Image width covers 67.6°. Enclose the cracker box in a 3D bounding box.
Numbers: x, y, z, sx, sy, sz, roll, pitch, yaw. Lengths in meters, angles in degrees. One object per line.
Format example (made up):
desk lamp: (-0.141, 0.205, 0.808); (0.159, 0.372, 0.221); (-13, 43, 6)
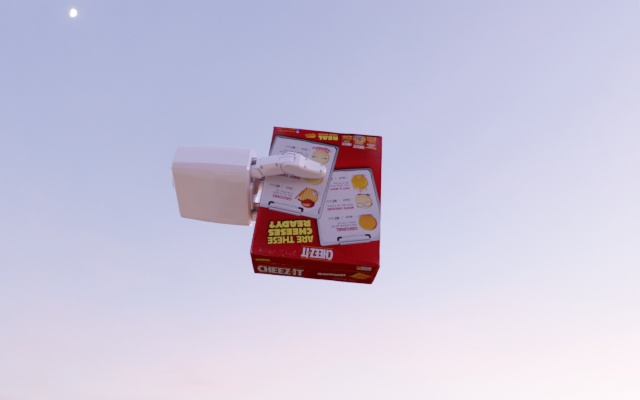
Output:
cracker box: (0.000, 0.002, 0.669); (0.164, 0.213, 0.072); (5, -33, 1)
